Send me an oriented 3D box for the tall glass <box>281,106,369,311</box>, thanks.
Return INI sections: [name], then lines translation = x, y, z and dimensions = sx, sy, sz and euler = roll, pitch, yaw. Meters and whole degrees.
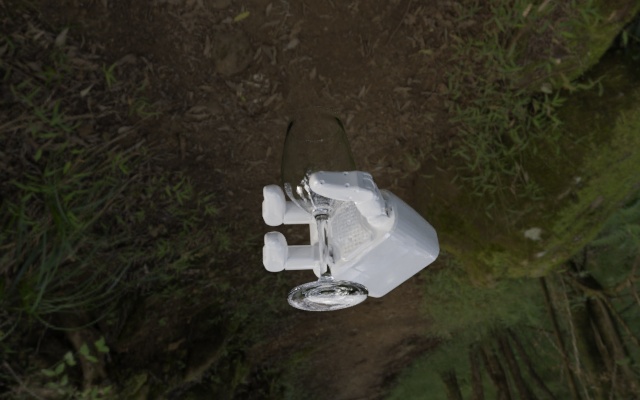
[tall glass]
translation = 0.000, 0.002, 0.477
dimensions = 0.079, 0.201, 0.079
euler = -3, -31, -2
